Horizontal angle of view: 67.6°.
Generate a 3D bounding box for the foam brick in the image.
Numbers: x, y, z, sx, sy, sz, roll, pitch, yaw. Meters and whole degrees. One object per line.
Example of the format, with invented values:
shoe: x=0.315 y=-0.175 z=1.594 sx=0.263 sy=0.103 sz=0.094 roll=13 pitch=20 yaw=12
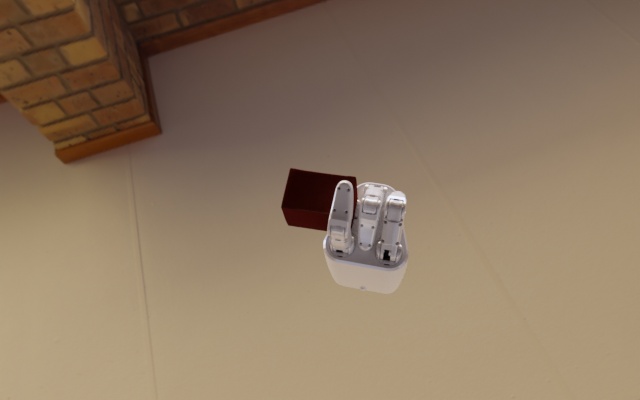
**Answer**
foam brick: x=0.000 y=0.002 z=0.549 sx=0.078 sy=0.053 sz=0.051 roll=9 pitch=-25 yaw=10
